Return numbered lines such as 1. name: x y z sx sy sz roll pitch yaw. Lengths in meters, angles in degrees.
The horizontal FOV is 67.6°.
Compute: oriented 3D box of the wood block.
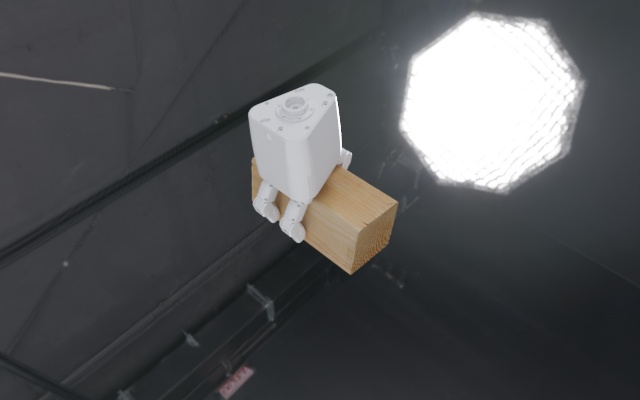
1. wood block: 0.000 0.002 0.707 0.206 0.090 0.090 35 49 28
